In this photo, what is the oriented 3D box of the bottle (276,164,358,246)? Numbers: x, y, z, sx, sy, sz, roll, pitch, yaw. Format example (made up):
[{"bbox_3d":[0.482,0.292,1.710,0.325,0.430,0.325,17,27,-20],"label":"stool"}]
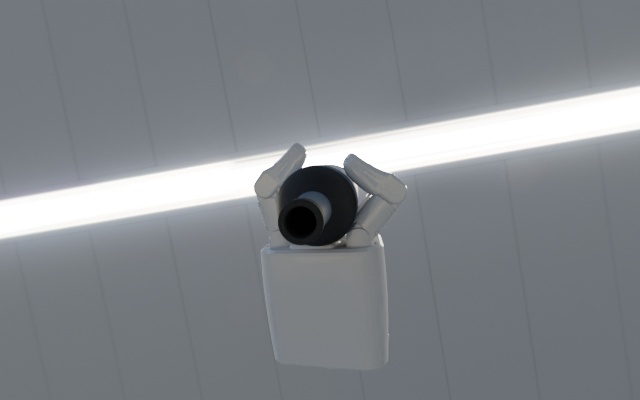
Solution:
[{"bbox_3d":[0.000,0.001,0.425,0.069,0.069,0.295,0,4,5],"label":"bottle"}]
